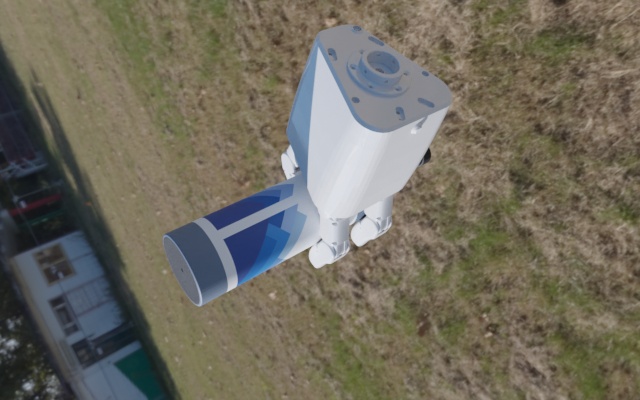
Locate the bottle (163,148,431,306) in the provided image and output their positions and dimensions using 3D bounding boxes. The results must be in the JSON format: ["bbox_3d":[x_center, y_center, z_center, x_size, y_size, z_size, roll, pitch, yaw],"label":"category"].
[{"bbox_3d":[0.000,0.002,0.466,0.295,0.069,0.069,-26,14,-30],"label":"bottle"}]
